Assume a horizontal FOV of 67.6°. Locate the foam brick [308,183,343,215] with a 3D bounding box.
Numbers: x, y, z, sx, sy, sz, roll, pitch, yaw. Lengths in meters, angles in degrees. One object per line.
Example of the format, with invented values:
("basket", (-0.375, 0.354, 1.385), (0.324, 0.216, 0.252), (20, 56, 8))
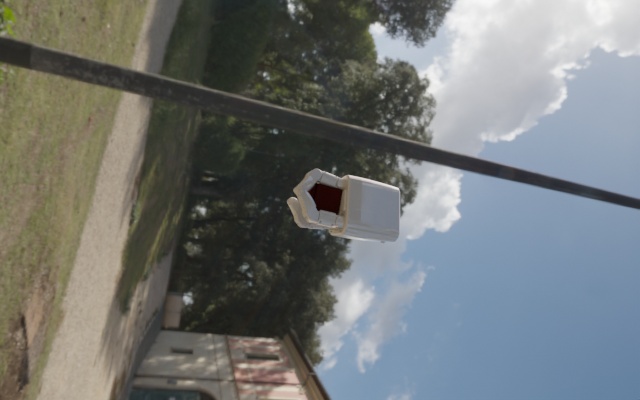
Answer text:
("foam brick", (0.000, 0.003, 0.879), (0.051, 0.053, 0.078), (14, -8, -15))
